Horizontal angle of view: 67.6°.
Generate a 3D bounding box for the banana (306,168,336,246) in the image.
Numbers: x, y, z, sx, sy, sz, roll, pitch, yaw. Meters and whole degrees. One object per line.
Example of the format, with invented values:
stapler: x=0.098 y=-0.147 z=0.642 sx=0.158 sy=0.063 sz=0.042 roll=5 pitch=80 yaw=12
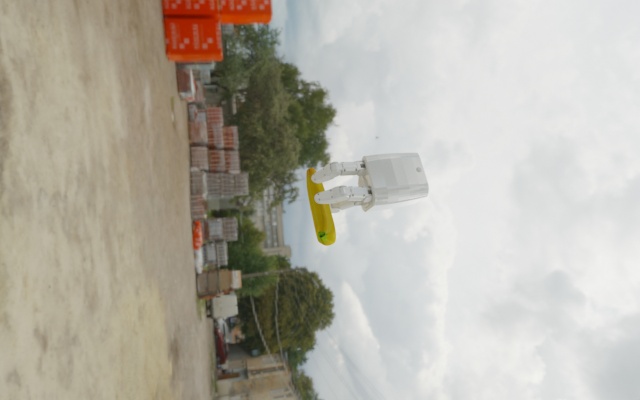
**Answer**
banana: x=0.002 y=0.019 z=0.872 sx=0.037 sy=0.070 sz=0.197 roll=-9 pitch=39 yaw=-4
